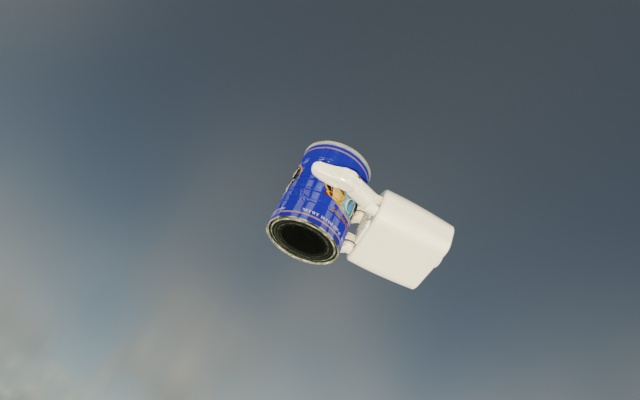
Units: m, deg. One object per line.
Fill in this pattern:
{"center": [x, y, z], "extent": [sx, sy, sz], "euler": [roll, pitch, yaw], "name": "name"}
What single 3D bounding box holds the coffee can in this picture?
{"center": [0.000, 0.002, 0.659], "extent": [0.103, 0.140, 0.103], "euler": [17, -35, 12], "name": "coffee can"}
